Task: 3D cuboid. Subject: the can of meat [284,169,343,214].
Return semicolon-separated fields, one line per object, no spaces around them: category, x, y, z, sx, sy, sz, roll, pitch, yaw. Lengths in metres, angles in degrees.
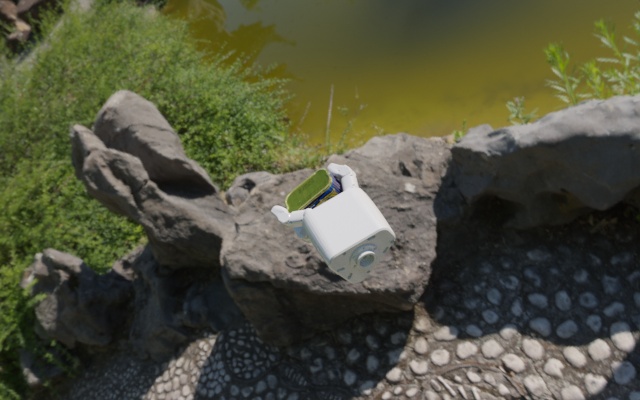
can of meat;0.000;0.002;0.838;0.102;0.057;0.084;-39;-46;12
